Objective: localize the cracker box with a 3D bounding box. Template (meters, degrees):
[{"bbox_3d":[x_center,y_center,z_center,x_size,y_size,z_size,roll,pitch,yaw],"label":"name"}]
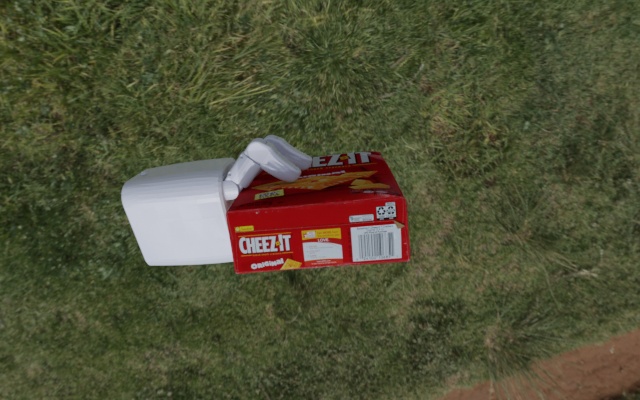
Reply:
[{"bbox_3d":[0.000,0.002,0.527,0.164,0.072,0.213,-5,17,3],"label":"cracker box"}]
